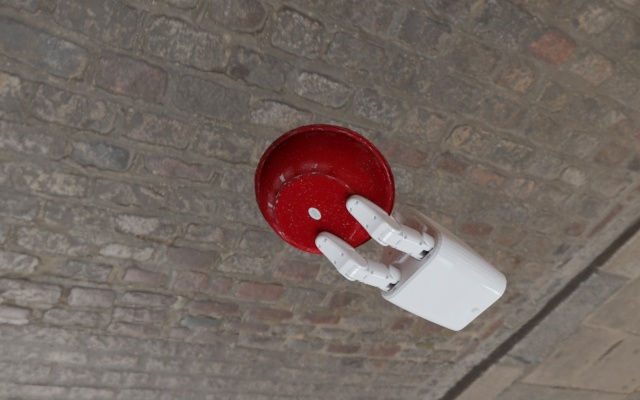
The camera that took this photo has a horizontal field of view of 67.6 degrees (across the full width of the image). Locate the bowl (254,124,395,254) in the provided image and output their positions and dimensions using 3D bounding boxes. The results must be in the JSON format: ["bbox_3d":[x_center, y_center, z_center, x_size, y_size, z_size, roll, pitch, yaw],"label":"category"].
[{"bbox_3d":[-0.001,0.001,0.520,0.162,0.162,0.055,0,26,9],"label":"bowl"}]
